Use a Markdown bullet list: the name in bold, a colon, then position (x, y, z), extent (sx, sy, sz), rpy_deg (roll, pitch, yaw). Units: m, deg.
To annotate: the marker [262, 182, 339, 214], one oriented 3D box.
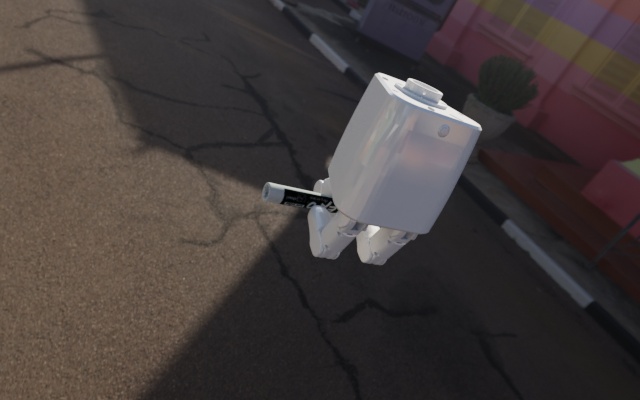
- **marker**: position (0.000, 0.002, 0.483), extent (0.121, 0.020, 0.020), rpy_deg (11, -5, -28)
